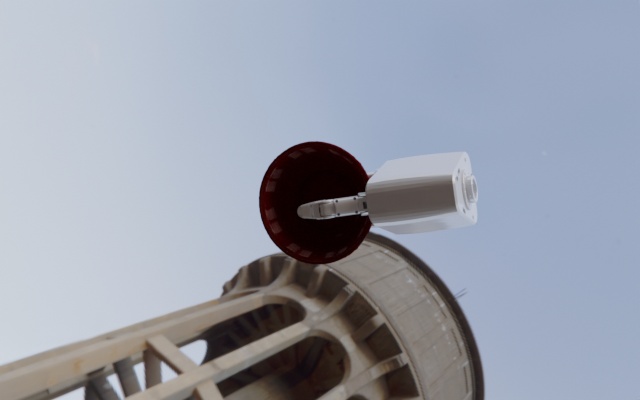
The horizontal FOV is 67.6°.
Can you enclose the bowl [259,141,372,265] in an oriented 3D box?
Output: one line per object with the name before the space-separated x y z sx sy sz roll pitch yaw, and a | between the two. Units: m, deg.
bowl | -0.001 0.002 0.646 0.162 0.162 0.055 0 4 19
